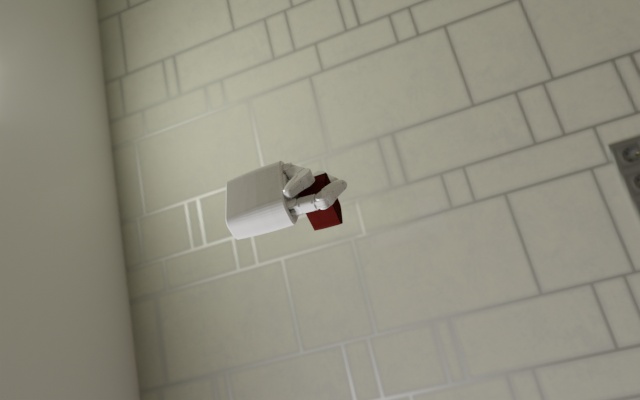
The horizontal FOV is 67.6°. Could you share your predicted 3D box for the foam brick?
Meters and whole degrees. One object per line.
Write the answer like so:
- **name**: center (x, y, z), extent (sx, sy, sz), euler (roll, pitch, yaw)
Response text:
- **foam brick**: center (0.000, 0.003, 0.810), extent (0.051, 0.078, 0.053), euler (-18, 33, 11)
